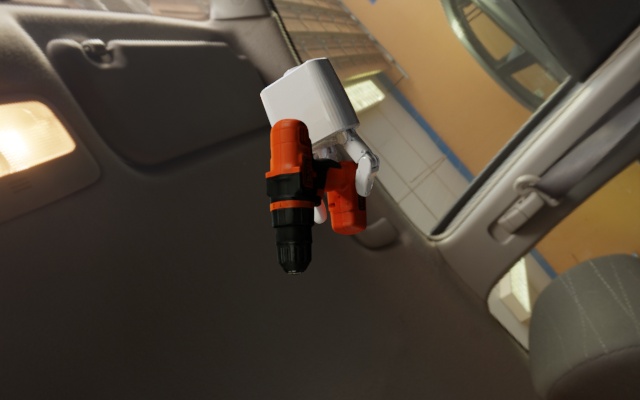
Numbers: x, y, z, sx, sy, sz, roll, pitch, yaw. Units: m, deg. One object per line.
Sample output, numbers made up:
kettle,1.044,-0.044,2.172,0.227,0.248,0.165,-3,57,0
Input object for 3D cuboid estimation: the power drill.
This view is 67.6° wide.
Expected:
power drill,0.000,0.002,0.621,0.057,0.184,0.188,-6,-9,27
